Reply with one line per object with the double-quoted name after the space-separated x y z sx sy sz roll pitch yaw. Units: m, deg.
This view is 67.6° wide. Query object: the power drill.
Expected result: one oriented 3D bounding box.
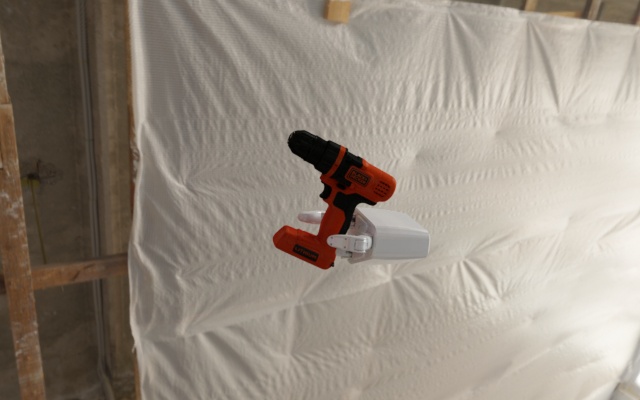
0.000 0.003 0.745 0.184 0.188 0.057 27 17 -12 "power drill"
